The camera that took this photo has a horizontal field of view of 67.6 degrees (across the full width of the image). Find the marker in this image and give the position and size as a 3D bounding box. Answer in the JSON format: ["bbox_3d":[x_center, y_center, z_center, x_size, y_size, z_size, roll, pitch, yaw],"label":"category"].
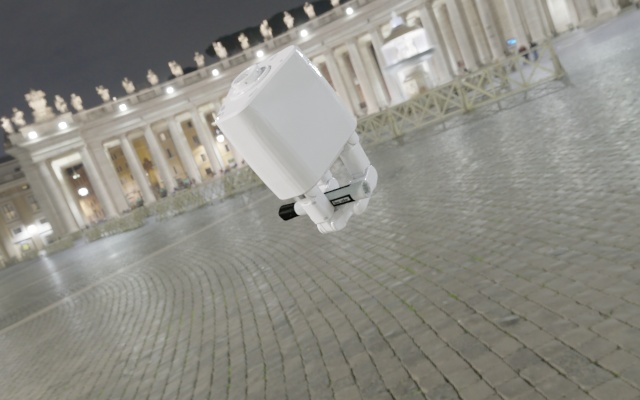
[{"bbox_3d":[0.000,0.002,0.520,0.121,0.020,0.020,-17,-10,37],"label":"marker"}]
